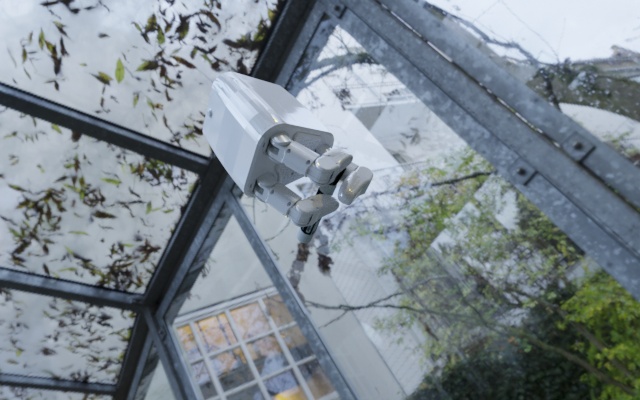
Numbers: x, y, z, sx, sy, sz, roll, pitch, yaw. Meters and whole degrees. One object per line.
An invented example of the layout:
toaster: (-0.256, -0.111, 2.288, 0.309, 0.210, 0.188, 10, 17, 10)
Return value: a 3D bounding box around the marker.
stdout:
marker: (0.000, 0.002, 0.539, 0.020, 0.121, 0.020, 15, 39, -13)
